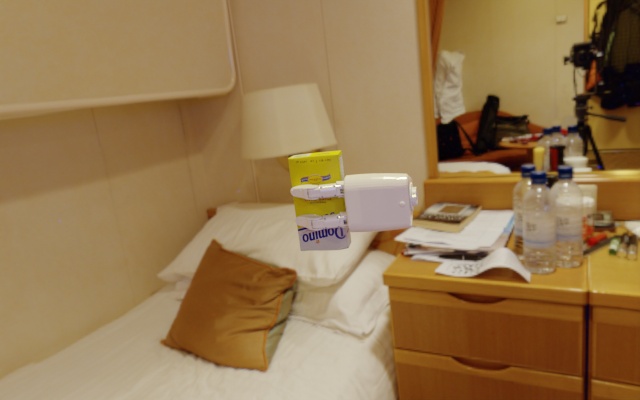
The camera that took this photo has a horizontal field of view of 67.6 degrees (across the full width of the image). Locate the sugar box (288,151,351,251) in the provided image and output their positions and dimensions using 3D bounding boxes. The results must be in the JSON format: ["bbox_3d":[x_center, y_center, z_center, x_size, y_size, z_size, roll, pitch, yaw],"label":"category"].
[{"bbox_3d":[0.000,0.003,0.861,0.093,0.176,0.048,-4,13,14],"label":"sugar box"}]
